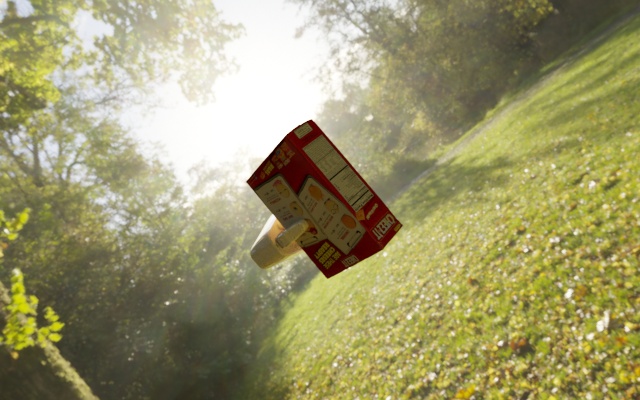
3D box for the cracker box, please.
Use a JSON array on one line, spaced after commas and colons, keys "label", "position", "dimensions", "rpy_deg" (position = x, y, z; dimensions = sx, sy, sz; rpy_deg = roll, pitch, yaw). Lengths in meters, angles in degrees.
[{"label": "cracker box", "position": [0.000, 0.002, 0.745], "dimensions": [0.072, 0.213, 0.164], "rpy_deg": [-42, 2, -37]}]
